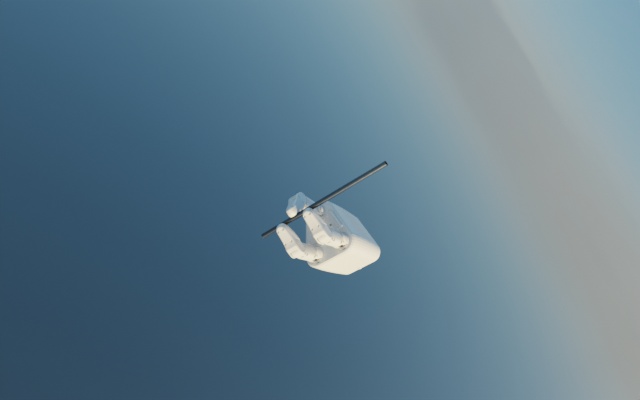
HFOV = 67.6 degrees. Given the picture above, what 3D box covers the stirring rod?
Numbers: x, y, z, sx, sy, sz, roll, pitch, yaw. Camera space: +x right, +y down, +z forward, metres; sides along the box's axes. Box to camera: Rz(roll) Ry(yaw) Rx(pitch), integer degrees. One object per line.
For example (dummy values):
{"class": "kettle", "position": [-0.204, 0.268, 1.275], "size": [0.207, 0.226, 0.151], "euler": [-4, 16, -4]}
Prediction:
{"class": "stirring rod", "position": [0.000, 0.002, 0.736], "size": [0.239, 0.011, 0.011], "euler": [-31, -14, 24]}
